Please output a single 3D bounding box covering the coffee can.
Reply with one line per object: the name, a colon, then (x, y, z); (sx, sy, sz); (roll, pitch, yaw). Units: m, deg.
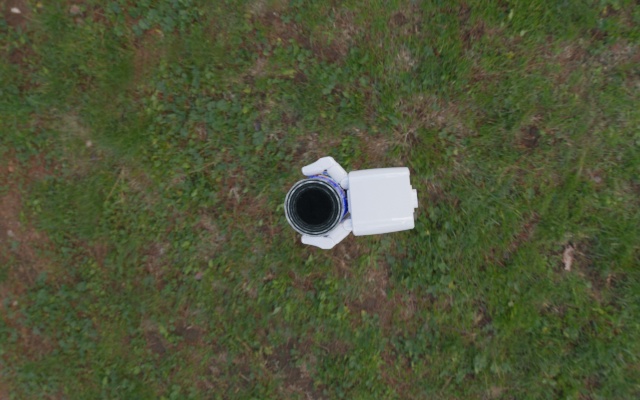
coffee can: (0.000, 0.003, 0.877); (0.103, 0.103, 0.140); (0, 8, 10)
